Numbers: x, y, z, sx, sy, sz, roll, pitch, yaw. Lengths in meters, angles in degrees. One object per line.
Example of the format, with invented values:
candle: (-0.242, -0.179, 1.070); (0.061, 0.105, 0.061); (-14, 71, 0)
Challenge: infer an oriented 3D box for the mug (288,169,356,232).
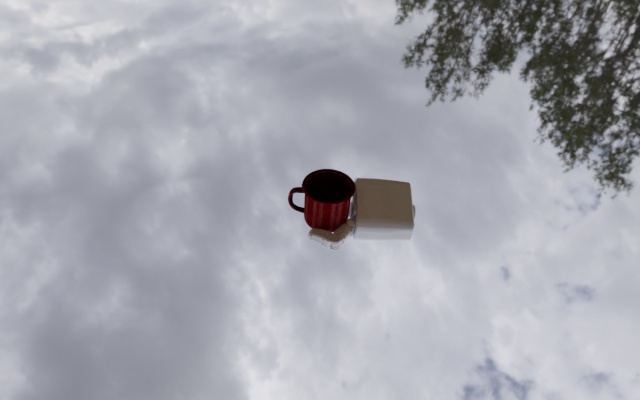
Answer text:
mug: (-0.001, 0.003, 0.852); (0.117, 0.082, 0.093); (3, 43, -2)
